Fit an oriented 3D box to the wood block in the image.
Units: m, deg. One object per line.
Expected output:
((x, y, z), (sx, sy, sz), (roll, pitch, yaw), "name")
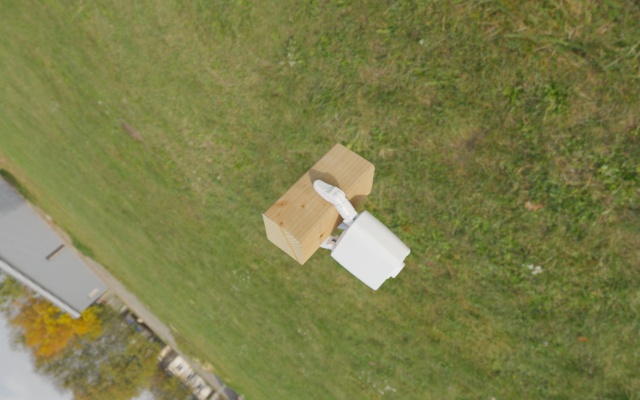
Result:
((0.000, 0.003, 0.878), (0.090, 0.206, 0.091), (35, -27, 20), "wood block")
